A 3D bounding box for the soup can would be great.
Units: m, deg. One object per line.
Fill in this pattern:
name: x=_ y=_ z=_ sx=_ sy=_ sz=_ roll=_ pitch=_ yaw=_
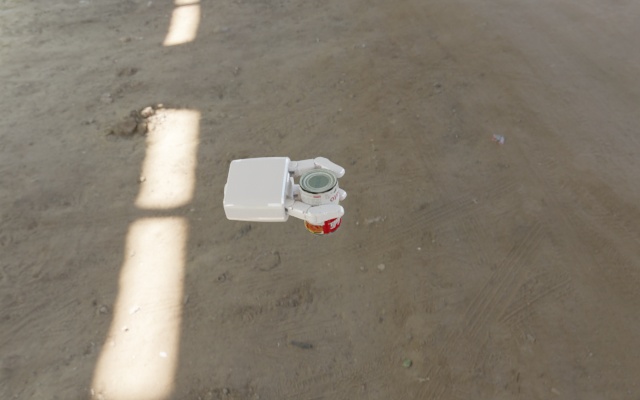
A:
soup can: x=0.001 y=0.003 z=0.842 sx=0.068 sy=0.102 sz=0.068 roll=-4 pitch=41 yaw=3
